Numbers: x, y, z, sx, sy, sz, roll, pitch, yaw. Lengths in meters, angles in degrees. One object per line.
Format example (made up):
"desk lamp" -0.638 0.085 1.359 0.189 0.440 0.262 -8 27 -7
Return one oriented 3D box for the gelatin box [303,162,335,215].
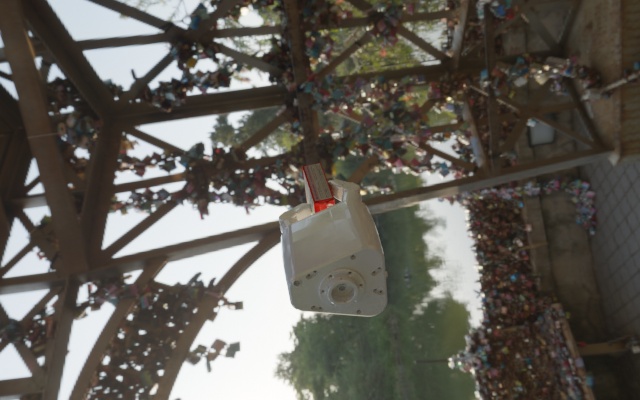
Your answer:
"gelatin box" 0.000 0.002 0.663 0.030 0.073 0.089 -12 40 -7
